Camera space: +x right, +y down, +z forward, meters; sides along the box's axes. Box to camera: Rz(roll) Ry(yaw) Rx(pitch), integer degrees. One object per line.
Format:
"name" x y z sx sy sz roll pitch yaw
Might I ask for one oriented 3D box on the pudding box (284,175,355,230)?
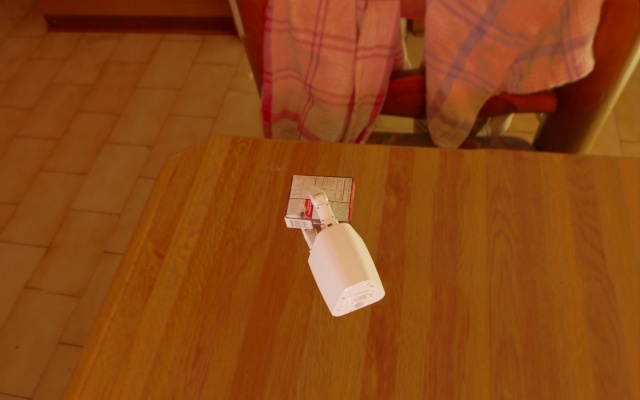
"pudding box" 0.000 0.003 0.826 0.113 0.090 0.039 4 -29 7
